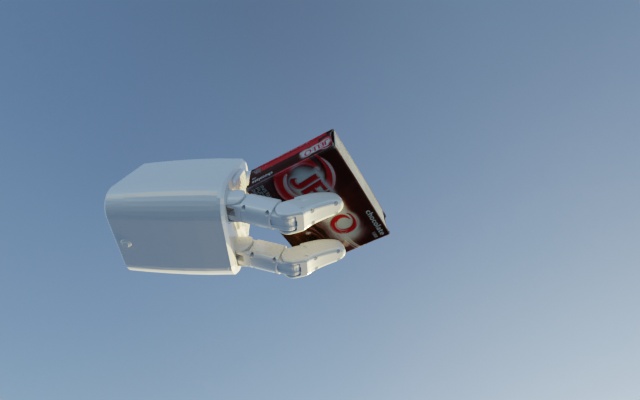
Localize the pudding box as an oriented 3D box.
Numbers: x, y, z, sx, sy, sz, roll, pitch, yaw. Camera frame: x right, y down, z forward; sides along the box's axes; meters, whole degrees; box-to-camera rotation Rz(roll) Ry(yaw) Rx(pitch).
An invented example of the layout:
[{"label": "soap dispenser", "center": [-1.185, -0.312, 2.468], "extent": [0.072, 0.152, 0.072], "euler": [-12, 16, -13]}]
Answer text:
[{"label": "pudding box", "center": [0.000, 0.001, 0.446], "extent": [0.090, 0.113, 0.039], "euler": [-25, 34, 18]}]
